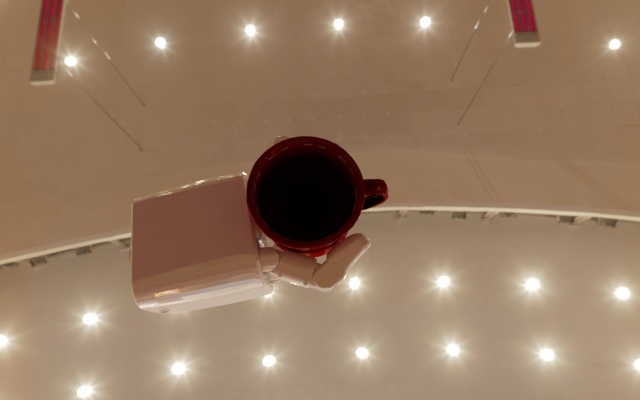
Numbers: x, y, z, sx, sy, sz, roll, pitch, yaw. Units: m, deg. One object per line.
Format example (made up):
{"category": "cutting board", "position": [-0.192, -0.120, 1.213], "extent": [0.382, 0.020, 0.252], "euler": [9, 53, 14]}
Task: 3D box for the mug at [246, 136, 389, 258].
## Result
{"category": "mug", "position": [0.001, 0.001, 0.411], "extent": [0.117, 0.093, 0.081], "euler": [-11, -16, -3]}
